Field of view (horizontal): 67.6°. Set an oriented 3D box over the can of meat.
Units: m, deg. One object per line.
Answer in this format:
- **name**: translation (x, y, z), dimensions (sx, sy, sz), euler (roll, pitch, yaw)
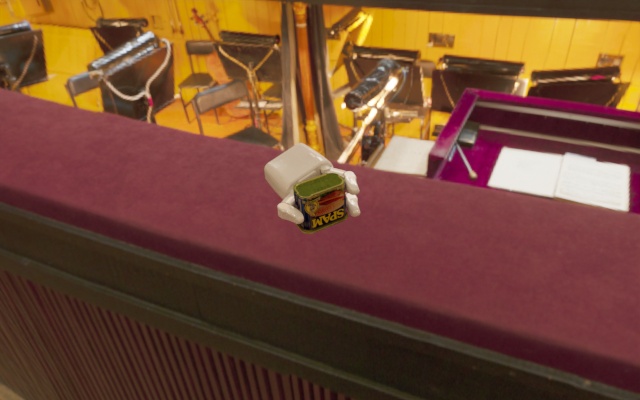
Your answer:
- **can of meat**: translation (0.000, 0.003, 0.899), dimensions (0.102, 0.084, 0.057), euler (-20, 38, -21)
